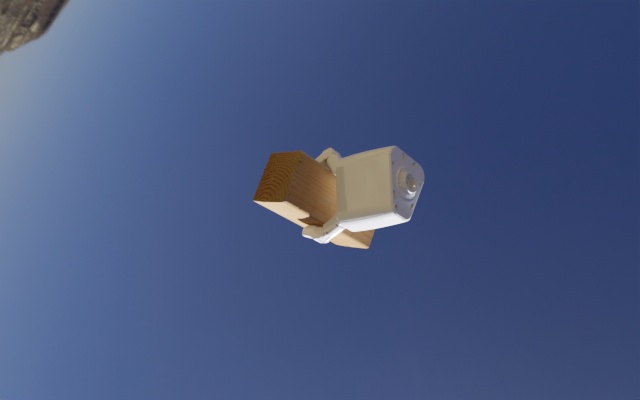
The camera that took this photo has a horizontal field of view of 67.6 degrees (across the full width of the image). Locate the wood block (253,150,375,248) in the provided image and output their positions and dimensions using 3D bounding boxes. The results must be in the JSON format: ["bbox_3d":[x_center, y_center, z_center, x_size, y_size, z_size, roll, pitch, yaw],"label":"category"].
[{"bbox_3d":[0.000,0.003,0.823,0.206,0.090,0.090,31,-18,-37],"label":"wood block"}]
